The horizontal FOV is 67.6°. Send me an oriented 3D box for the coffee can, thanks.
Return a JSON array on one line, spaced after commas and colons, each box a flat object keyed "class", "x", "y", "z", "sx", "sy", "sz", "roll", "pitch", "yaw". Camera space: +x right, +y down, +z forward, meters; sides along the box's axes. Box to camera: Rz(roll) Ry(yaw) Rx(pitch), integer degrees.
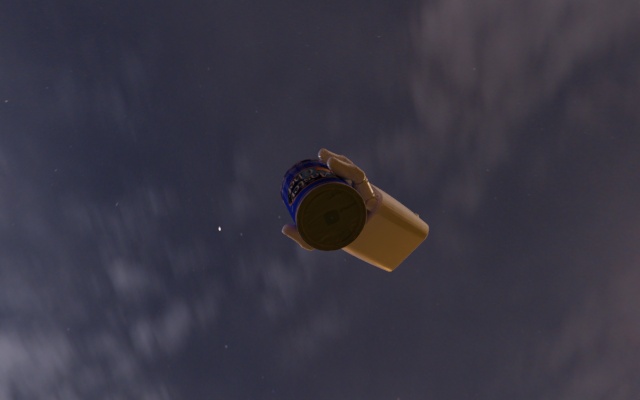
[{"class": "coffee can", "x": 0.000, "y": 0.002, "z": 0.732, "sx": 0.103, "sy": 0.103, "sz": 0.140, "roll": 0, "pitch": 19, "yaw": -14}]
